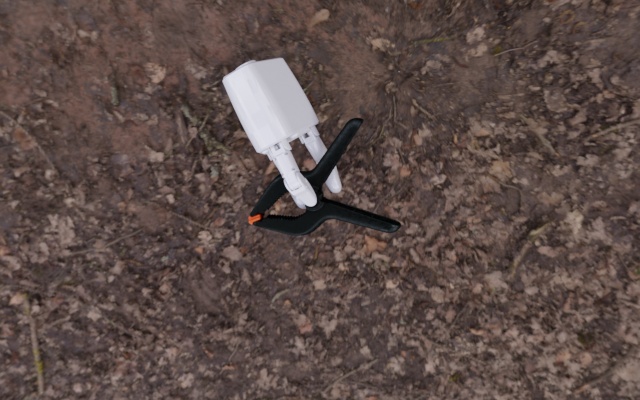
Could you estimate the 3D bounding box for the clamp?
[{"bbox_3d":[-0.001,0.002,0.671,0.210,0.164,0.036,-26,4,15],"label":"clamp"}]
